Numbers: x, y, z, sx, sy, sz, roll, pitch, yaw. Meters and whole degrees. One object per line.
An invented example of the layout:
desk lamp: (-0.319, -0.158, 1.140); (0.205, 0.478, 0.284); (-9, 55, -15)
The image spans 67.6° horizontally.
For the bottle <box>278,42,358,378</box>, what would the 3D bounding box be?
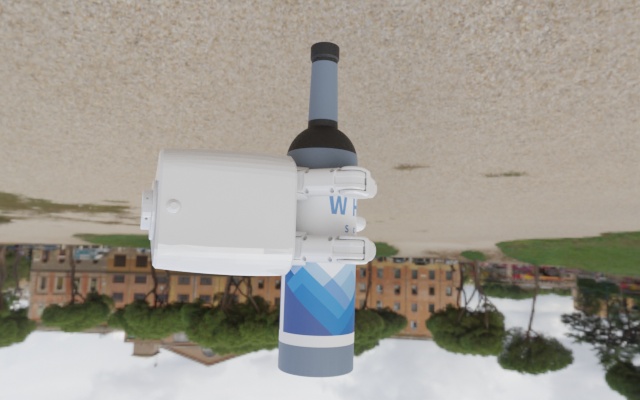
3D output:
bottle: (0.000, 0.002, 0.436); (0.069, 0.295, 0.069); (2, -6, 0)
